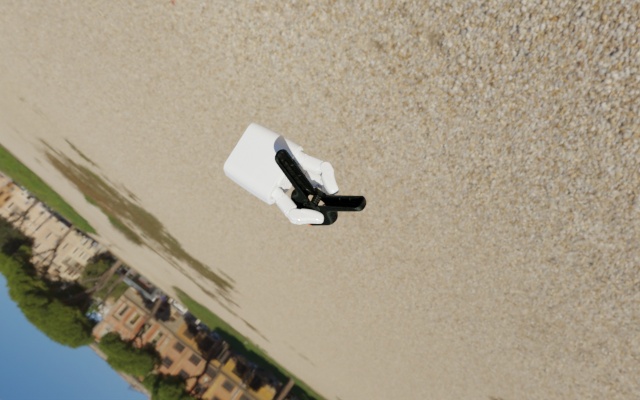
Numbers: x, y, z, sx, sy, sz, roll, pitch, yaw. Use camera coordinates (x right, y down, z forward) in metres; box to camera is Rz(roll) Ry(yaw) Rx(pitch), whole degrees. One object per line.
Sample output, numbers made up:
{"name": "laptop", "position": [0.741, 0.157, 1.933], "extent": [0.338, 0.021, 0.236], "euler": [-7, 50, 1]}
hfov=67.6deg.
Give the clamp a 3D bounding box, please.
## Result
{"name": "clamp", "position": [-0.001, 0.003, 0.829], "extent": [0.164, 0.036, 0.210], "euler": [30, -21, 13]}
